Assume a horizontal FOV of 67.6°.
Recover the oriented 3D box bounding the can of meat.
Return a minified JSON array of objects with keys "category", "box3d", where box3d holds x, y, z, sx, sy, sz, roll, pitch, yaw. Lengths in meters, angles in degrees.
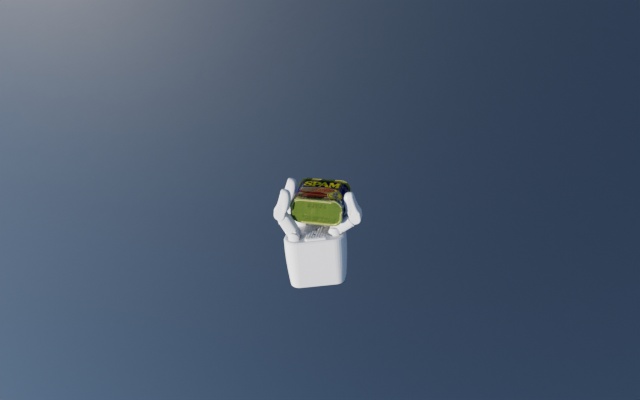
[{"category":"can of meat","box3d":[0.000,0.003,0.886,0.102,0.057,0.084,5,29,11]}]
